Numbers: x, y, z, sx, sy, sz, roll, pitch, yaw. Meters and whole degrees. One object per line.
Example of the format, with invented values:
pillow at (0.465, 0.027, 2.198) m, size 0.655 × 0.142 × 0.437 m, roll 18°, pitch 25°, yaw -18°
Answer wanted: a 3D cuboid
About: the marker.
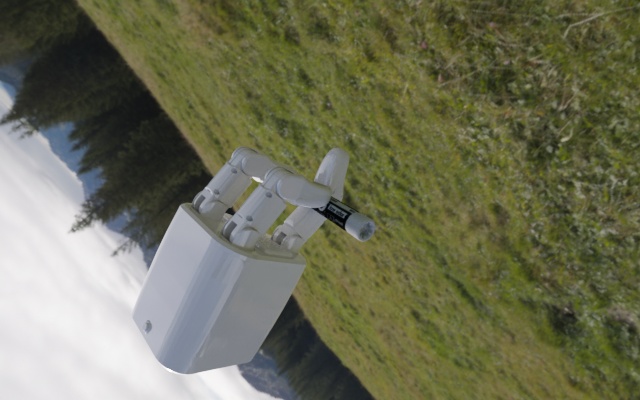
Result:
marker at (0.000, 0.001, 0.408) m, size 0.020 × 0.020 × 0.121 m, roll 0°, pitch 21°, yaw -39°
